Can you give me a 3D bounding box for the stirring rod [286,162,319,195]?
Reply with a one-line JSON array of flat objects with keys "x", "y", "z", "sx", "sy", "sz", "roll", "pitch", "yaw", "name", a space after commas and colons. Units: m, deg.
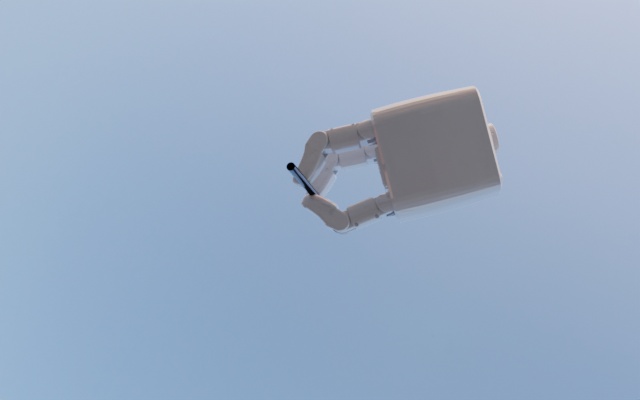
[{"x": 0.000, "y": 0.002, "z": 0.537, "sx": 0.011, "sy": 0.011, "sz": 0.239, "roll": 0, "pitch": -15, "yaw": 13, "name": "stirring rod"}]
